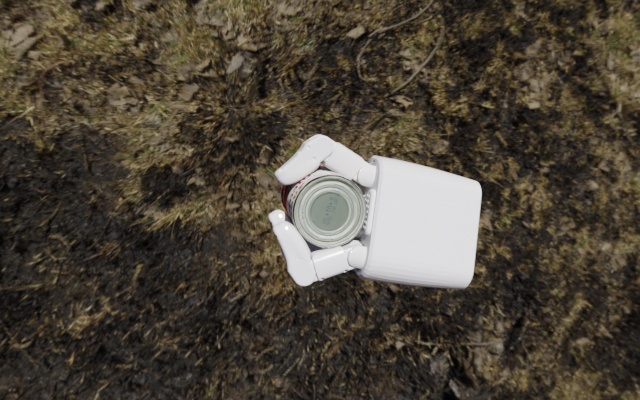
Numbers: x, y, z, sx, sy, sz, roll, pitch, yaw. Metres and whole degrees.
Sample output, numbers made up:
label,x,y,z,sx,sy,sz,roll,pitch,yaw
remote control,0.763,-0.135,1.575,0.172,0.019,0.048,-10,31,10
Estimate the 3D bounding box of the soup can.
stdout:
label,x,y,z,sx,sy,sz,roll,pitch,yaw
soup can,0.000,0.001,0.464,0.068,0.068,0.102,0,11,-10
